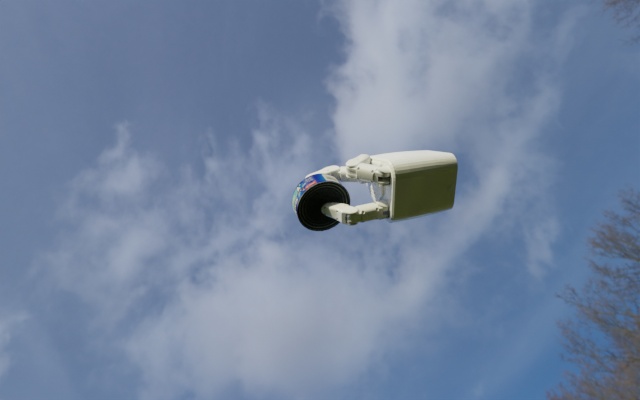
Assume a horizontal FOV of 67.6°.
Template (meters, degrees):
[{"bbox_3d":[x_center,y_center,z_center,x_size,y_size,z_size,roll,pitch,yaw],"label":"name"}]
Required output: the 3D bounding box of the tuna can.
[{"bbox_3d":[0.000,0.002,0.731,0.086,0.086,0.033,0,28,-22],"label":"tuna can"}]
